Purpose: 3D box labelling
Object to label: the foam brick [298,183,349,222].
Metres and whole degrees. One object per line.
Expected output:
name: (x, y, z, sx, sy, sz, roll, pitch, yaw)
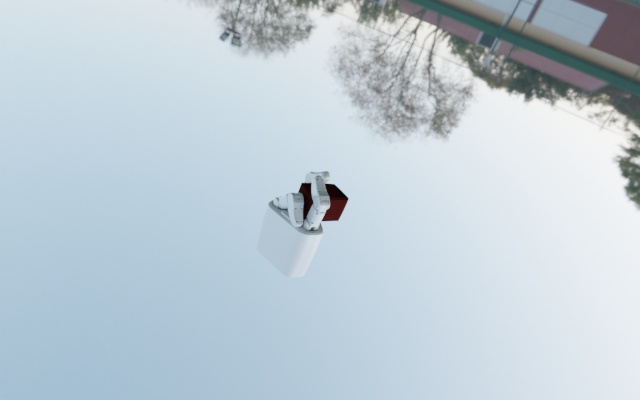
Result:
foam brick: (0.000, 0.003, 0.870, 0.078, 0.051, 0.053, 1, 33, -35)
